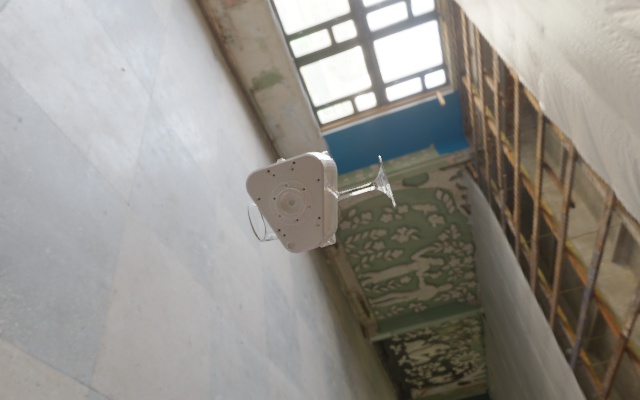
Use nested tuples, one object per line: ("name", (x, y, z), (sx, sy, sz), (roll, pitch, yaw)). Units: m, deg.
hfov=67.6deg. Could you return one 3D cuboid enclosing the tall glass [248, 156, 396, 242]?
("tall glass", (0.001, 0.002, 0.682), (0.201, 0.079, 0.079), (-17, -3, 8))
